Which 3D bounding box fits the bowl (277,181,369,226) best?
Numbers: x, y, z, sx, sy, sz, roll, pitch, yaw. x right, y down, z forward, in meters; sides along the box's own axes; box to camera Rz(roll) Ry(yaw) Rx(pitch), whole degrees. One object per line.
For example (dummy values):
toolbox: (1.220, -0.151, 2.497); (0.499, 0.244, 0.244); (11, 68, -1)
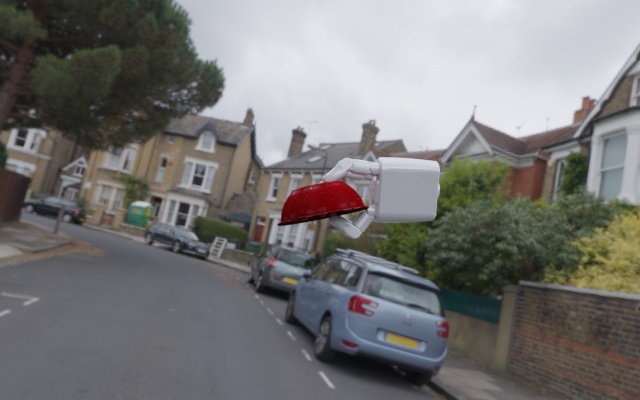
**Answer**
bowl: (-0.001, 0.002, 0.821); (0.162, 0.055, 0.162); (-11, -5, -1)
